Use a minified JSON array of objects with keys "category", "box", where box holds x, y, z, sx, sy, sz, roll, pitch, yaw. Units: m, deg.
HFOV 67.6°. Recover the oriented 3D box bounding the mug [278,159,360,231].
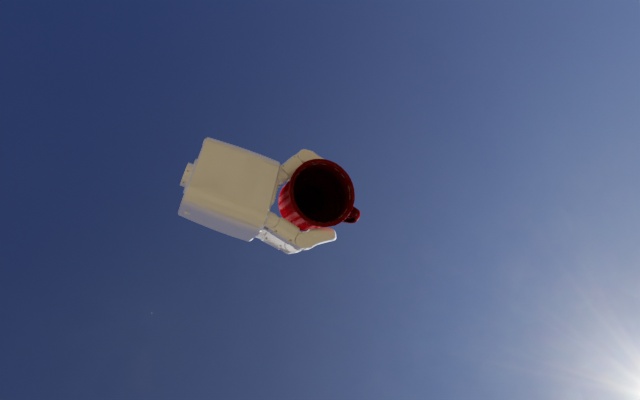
[{"category":"mug","box":[0.001,0.003,0.669,0.117,0.093,0.081,23,-19,-14]}]
